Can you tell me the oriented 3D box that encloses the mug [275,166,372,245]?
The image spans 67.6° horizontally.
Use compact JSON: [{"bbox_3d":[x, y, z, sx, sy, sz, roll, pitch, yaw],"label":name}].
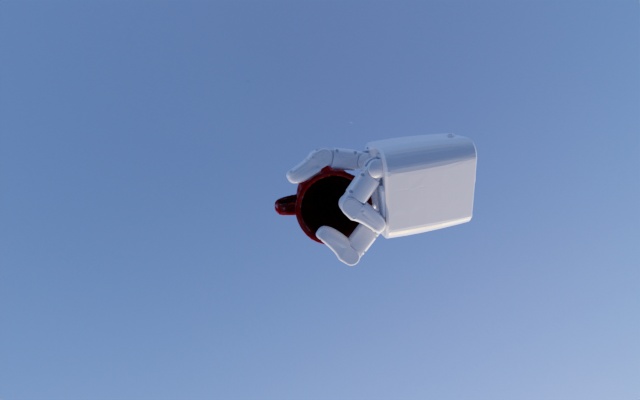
[{"bbox_3d":[-0.001,0.002,0.609,0.117,0.093,0.081,-8,15,-5],"label":"mug"}]
